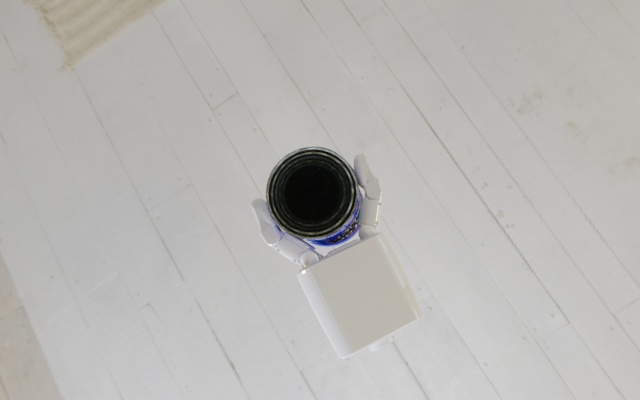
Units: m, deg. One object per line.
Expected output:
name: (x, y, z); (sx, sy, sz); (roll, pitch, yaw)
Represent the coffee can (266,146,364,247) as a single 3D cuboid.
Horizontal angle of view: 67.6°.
coffee can: (0.000, 0.002, 0.581); (0.103, 0.103, 0.140); (0, -9, 8)
